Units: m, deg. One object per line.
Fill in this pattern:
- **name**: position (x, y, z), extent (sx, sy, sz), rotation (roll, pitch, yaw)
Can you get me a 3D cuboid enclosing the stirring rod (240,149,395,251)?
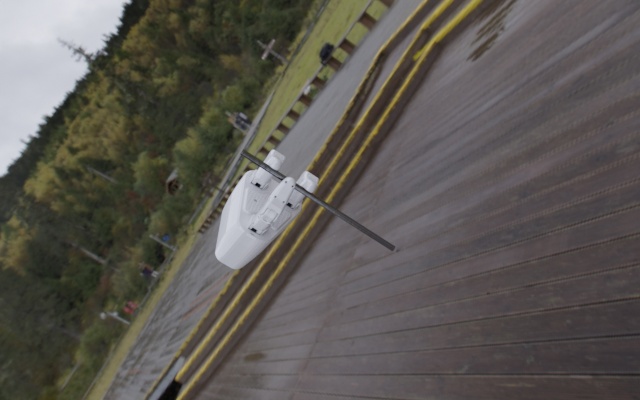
- **stirring rod**: position (0.000, 0.002, 0.625), extent (0.239, 0.011, 0.011), rotation (33, -7, -12)
